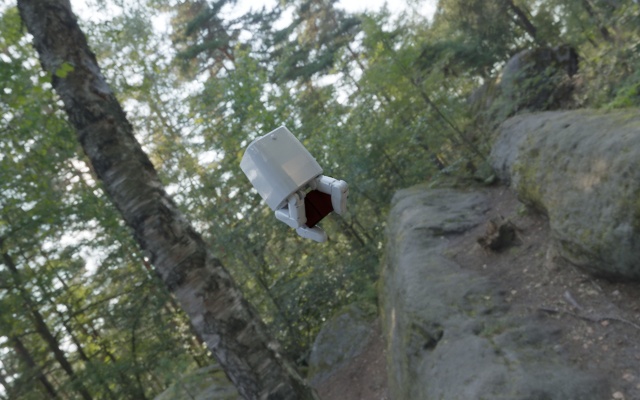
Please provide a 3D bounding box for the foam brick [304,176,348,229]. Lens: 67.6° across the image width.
[{"bbox_3d":[0.000,0.003,0.842,0.078,0.051,0.053,-38,-3,-40],"label":"foam brick"}]
